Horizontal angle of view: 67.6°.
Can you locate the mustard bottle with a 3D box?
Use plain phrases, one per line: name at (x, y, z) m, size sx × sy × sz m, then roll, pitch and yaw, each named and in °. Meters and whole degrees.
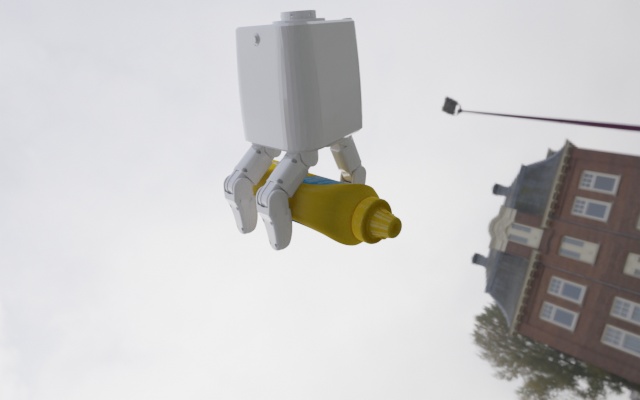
mustard bottle at (0.000, 0.002, 0.467) m, size 0.096 × 0.058 × 0.191 m, roll 10°, pitch 6°, yaw -44°
